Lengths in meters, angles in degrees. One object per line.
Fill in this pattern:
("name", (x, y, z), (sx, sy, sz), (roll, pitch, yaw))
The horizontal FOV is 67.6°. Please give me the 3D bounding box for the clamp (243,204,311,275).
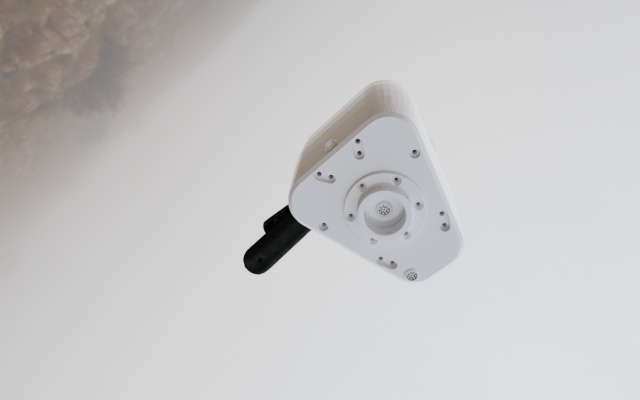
("clamp", (0.001, 0.002, 0.428), (0.171, 0.039, 0.120), (-39, 13, 18))
